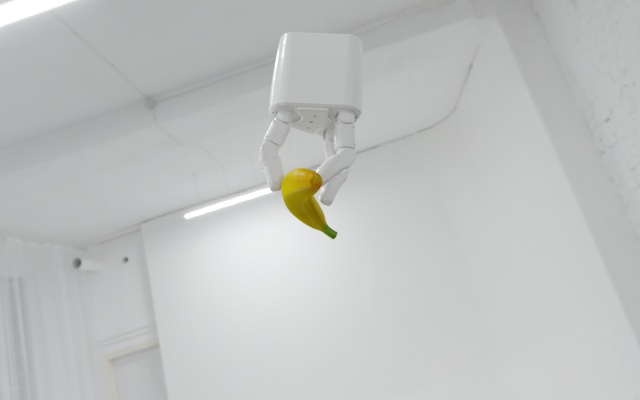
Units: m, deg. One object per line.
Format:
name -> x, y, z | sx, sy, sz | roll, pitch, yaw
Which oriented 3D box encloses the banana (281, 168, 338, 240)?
banana -> -0.016, -0.003, 0.584 | 0.069, 0.037, 0.198 | 20, -15, 15
